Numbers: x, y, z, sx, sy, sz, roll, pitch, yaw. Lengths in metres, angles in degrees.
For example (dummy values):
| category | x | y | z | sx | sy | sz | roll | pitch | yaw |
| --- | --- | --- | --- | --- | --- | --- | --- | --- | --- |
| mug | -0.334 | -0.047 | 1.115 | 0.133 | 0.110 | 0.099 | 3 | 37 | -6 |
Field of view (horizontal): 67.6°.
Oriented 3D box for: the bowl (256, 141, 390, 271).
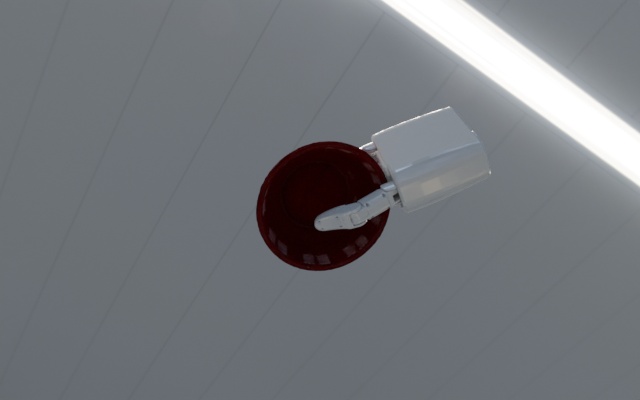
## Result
| category | x | y | z | sx | sy | sz | roll | pitch | yaw |
| --- | --- | --- | --- | --- | --- | --- | --- | --- | --- |
| bowl | -0.001 | 0.002 | 0.579 | 0.162 | 0.162 | 0.055 | 0 | 20 | -15 |
